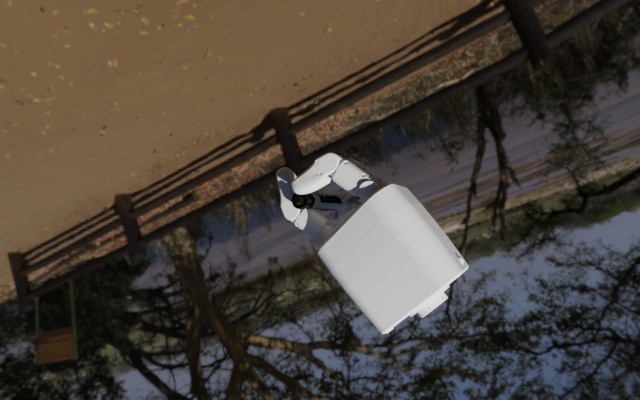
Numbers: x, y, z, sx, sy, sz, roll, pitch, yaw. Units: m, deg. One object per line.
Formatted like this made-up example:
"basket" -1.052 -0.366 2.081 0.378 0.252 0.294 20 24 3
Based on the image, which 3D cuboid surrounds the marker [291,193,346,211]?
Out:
"marker" 0.000 0.002 0.543 0.020 0.020 0.121 0 -2 23
